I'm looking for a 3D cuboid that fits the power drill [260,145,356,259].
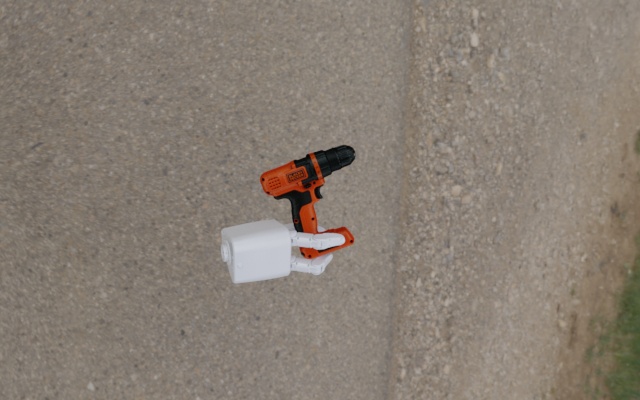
[{"bbox_3d":[0.000,0.003,0.900,0.184,0.188,0.057,-20,11,0],"label":"power drill"}]
